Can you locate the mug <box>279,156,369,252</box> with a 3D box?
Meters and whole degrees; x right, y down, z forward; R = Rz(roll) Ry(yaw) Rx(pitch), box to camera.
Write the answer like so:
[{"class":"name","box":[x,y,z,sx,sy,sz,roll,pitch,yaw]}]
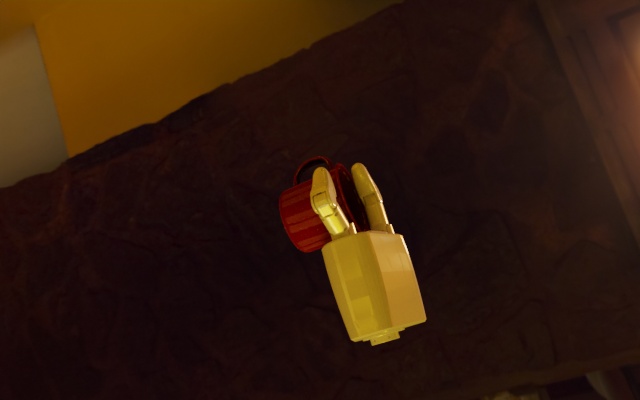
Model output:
[{"class":"mug","box":[-0.001,0.001,0.580,0.081,0.117,0.093,-22,-20,16]}]
